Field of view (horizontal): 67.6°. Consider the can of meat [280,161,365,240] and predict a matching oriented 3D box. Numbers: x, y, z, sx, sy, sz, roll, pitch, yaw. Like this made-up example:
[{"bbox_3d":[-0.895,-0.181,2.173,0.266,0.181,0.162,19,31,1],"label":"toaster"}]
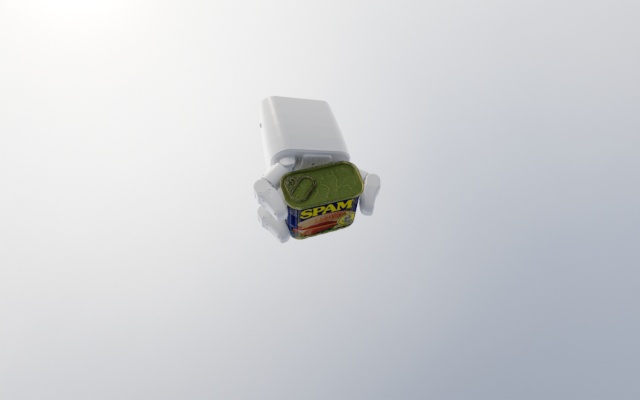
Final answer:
[{"bbox_3d":[0.000,0.002,0.622,0.102,0.057,0.084,-13,-31,-12],"label":"can of meat"}]
